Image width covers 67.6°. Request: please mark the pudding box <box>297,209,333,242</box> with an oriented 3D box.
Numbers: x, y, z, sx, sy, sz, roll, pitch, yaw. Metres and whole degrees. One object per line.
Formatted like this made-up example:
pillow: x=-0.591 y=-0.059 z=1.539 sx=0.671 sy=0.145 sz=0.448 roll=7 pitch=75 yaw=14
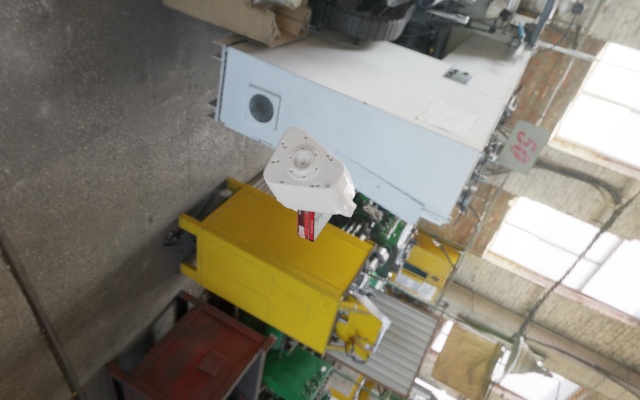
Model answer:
pudding box: x=0.000 y=0.003 z=0.828 sx=0.039 sy=0.090 sz=0.113 roll=25 pitch=51 yaw=17
